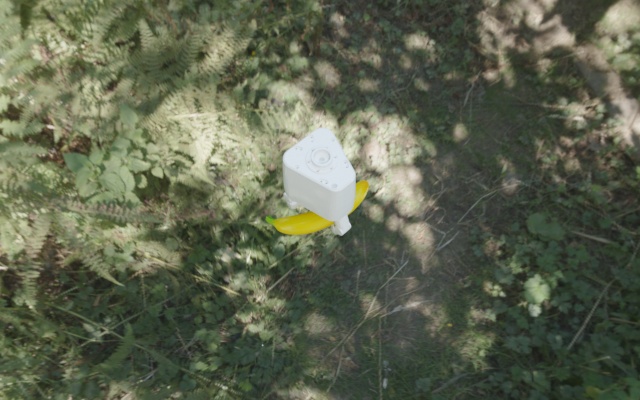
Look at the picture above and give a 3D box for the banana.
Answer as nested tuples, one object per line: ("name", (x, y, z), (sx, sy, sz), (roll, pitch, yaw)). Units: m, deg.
("banana", (0.003, 0.018, 0.841), (0.198, 0.069, 0.037), (-19, -34, -5))
